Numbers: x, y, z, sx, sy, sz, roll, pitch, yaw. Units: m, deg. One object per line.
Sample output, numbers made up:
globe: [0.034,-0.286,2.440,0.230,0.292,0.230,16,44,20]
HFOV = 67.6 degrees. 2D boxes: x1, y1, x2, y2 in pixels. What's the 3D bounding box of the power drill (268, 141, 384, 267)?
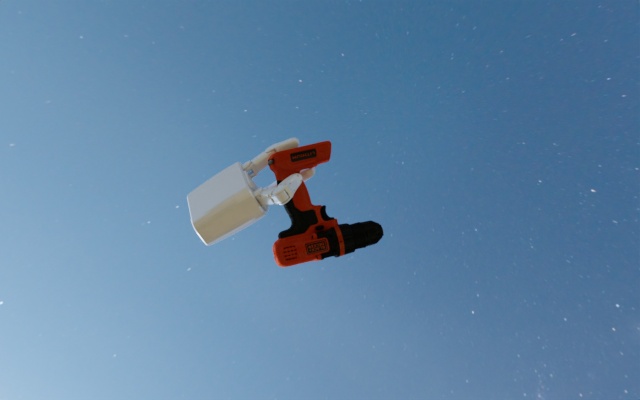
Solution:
power drill: [0.000,0.002,0.773,0.184,0.187,0.057,-13,0,-12]
